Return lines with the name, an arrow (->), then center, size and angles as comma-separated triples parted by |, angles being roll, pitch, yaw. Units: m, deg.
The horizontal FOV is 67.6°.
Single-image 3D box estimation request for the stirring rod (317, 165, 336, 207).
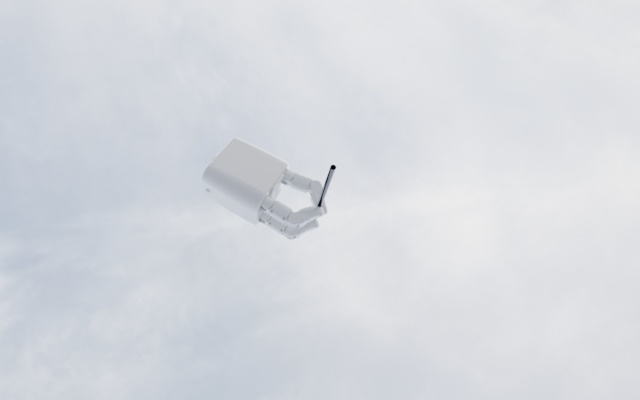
stirring rod -> 0.000, 0.002, 0.747 | 0.011, 0.011, 0.240 | 0, -23, -9
